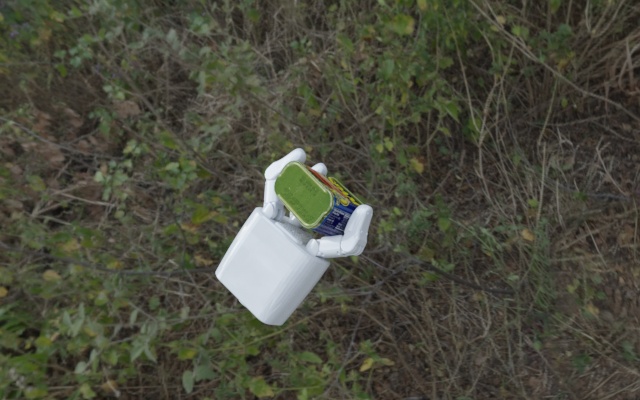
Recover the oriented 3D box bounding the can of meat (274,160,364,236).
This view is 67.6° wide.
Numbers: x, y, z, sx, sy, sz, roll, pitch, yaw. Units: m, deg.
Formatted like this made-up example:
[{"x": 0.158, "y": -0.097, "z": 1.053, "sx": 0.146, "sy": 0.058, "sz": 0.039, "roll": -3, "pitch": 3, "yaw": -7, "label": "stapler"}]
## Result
[{"x": 0.000, "y": 0.002, "z": 0.593, "sx": 0.084, "sy": 0.057, "sz": 0.102, "roll": 24, "pitch": 17, "yaw": -51, "label": "can of meat"}]
